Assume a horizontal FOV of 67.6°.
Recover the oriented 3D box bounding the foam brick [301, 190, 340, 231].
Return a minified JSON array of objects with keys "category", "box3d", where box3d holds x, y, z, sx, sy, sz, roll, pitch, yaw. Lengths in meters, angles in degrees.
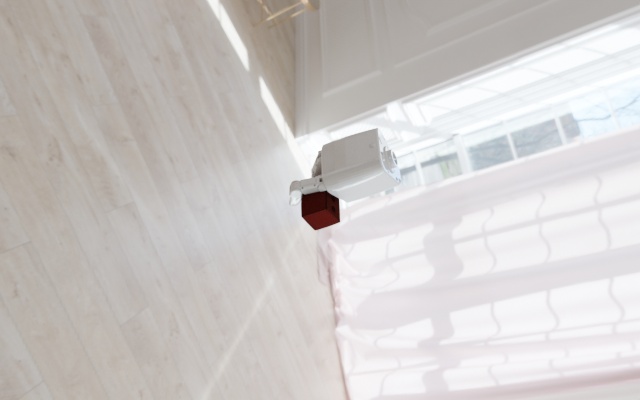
[{"category":"foam brick","box3d":[0.000,0.003,0.838,0.051,0.078,0.053,-17,-37,22]}]
